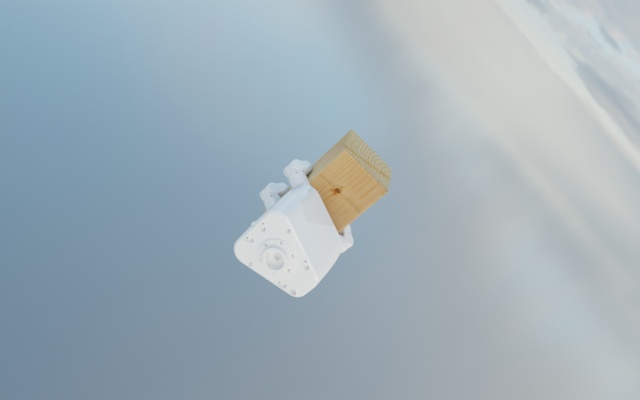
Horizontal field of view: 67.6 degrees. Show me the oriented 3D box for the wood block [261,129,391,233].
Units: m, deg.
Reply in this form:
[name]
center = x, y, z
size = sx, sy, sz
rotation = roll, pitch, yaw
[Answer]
[wood block]
center = 0.000, 0.003, 0.727
size = 0.206, 0.091, 0.090
rotation = -41, 12, 25
